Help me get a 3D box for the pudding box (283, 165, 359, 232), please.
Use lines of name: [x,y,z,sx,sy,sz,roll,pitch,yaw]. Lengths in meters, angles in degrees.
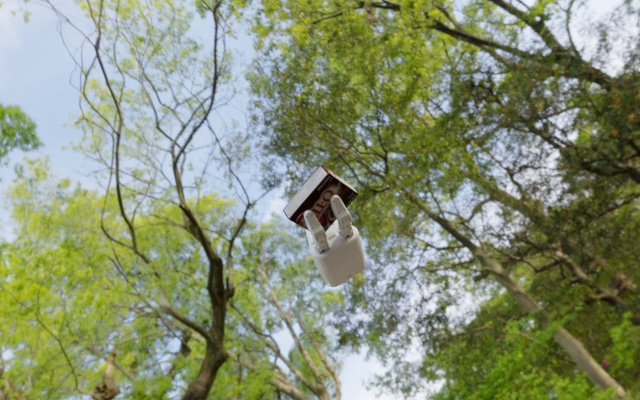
pudding box: [0.000,0.003,0.869,0.090,0.113,0.039,32,11,-42]
